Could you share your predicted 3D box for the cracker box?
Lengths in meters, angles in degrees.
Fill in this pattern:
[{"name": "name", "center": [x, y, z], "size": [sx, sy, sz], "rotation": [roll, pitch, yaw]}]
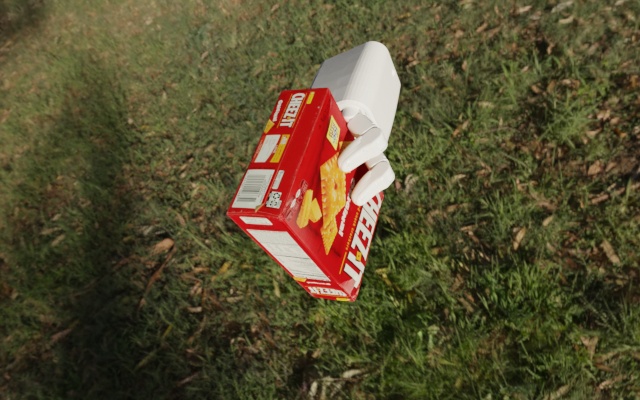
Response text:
[{"name": "cracker box", "center": [0.000, 0.002, 0.562], "size": [0.072, 0.164, 0.214], "rotation": [3, -31, 29]}]
